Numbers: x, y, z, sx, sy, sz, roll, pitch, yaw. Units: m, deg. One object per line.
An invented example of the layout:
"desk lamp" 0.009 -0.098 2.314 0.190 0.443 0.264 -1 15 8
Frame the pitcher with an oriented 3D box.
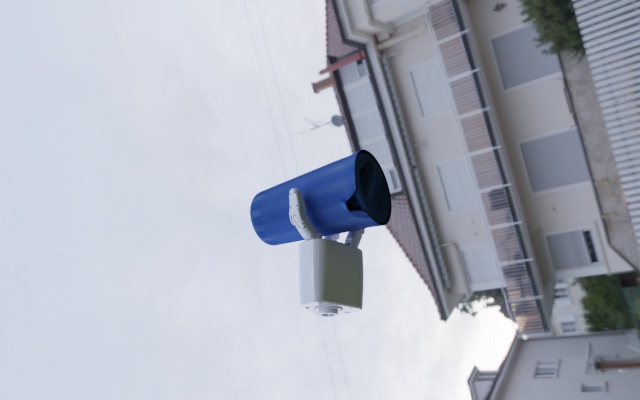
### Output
"pitcher" 0.000 0.003 0.869 0.243 0.145 0.149 -16 -31 30
